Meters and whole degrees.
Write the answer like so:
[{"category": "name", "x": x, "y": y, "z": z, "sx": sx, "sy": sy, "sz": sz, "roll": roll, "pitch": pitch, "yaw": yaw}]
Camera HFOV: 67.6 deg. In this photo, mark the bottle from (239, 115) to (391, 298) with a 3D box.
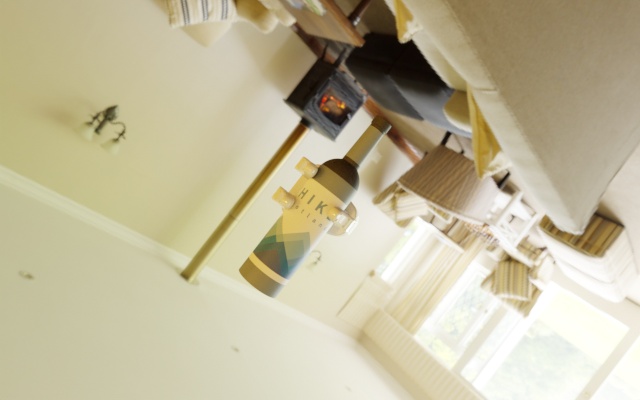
[{"category": "bottle", "x": 0.000, "y": 0.002, "z": 0.681, "sx": 0.069, "sy": 0.295, "sz": 0.069, "roll": 38, "pitch": 0, "yaw": 0}]
